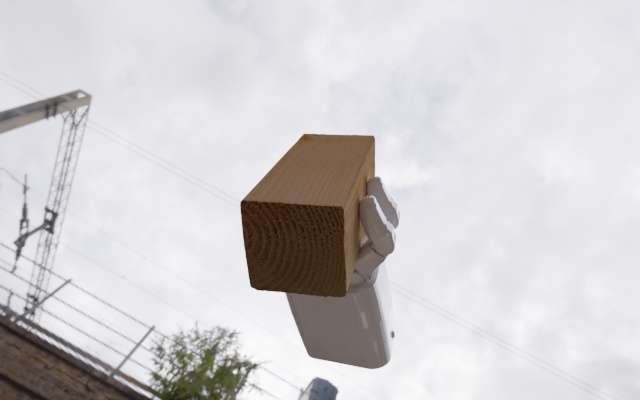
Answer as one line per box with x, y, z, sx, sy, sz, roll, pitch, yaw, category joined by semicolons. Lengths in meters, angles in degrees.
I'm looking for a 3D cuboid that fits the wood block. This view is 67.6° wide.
0.000;0.002;0.494;0.091;0.090;0.206;2;24;13;wood block
